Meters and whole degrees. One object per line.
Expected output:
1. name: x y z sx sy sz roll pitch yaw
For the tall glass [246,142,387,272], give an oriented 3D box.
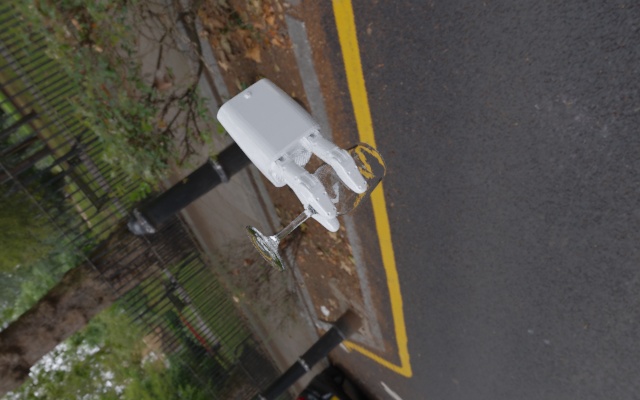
1. tall glass: 0.000 0.003 0.641 0.201 0.079 0.079 -40 17 -21
